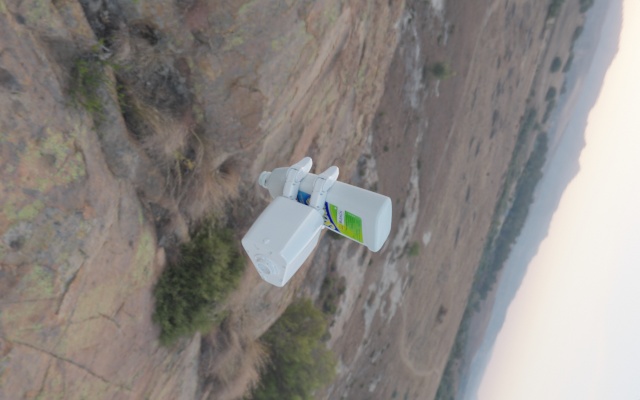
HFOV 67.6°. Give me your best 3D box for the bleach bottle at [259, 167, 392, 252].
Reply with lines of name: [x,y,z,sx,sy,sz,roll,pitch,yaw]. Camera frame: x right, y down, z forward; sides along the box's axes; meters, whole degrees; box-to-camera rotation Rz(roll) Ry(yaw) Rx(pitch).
bleach bottle: [0.000,0.003,0.856,0.251,0.103,0.068,20,50,24]
